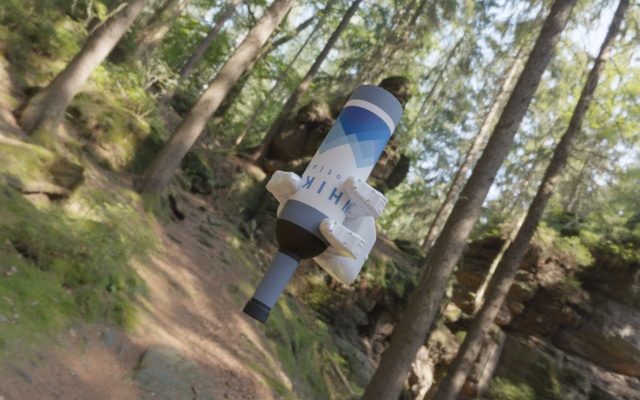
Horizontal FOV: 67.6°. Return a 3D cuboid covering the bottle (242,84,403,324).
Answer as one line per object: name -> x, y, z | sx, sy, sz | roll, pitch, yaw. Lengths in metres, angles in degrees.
bottle -> 0.000, 0.002, 0.545 | 0.069, 0.295, 0.069 | 28, -16, 9
